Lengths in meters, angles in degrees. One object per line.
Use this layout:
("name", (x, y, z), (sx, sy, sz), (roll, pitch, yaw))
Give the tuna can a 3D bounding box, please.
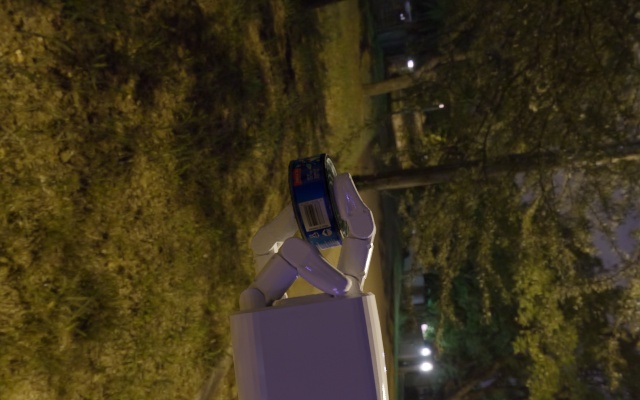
("tuna can", (0.001, 0.001, 0.430), (0.034, 0.086, 0.086), (-13, -2, 10))
